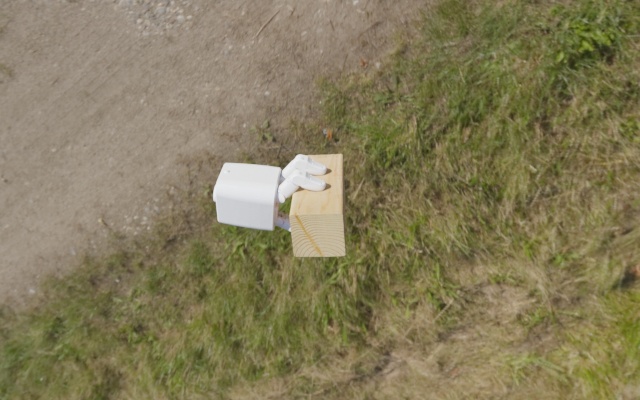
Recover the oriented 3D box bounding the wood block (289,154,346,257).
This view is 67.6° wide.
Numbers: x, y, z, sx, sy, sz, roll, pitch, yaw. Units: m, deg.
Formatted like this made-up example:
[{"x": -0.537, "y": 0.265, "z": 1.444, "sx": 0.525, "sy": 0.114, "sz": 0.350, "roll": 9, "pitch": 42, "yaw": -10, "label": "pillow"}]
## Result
[{"x": 0.000, "y": 0.003, "z": 0.874, "sx": 0.090, "sy": 0.091, "sz": 0.206, "roll": -2, "pitch": 33, "yaw": 4, "label": "wood block"}]
